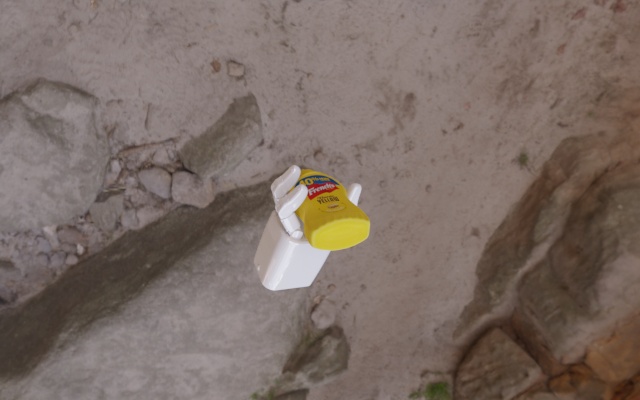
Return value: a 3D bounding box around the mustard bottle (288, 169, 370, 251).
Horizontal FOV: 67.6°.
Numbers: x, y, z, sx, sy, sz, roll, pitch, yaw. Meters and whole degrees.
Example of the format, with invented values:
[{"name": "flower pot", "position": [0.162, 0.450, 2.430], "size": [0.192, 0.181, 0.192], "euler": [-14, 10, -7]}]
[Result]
[{"name": "mustard bottle", "position": [0.000, 0.002, 0.775], "size": [0.096, 0.058, 0.191], "euler": [-11, 35, -17]}]
